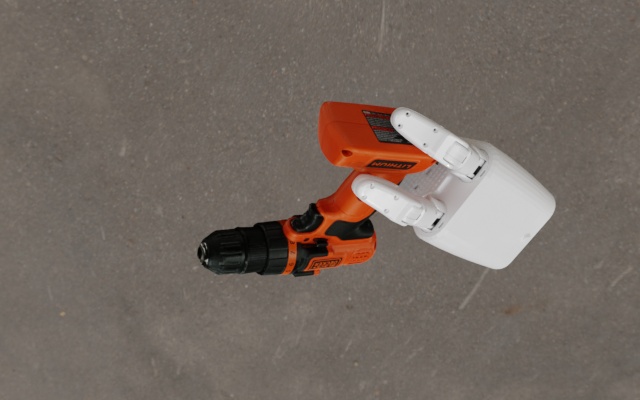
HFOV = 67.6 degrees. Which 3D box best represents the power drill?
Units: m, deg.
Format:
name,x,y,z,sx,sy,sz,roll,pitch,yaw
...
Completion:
name,x,y,z,sx,sy,sz,roll,pitch,yaw
power drill,0.001,0.001,0.417,0.184,0.057,0.188,-3,-36,-33
